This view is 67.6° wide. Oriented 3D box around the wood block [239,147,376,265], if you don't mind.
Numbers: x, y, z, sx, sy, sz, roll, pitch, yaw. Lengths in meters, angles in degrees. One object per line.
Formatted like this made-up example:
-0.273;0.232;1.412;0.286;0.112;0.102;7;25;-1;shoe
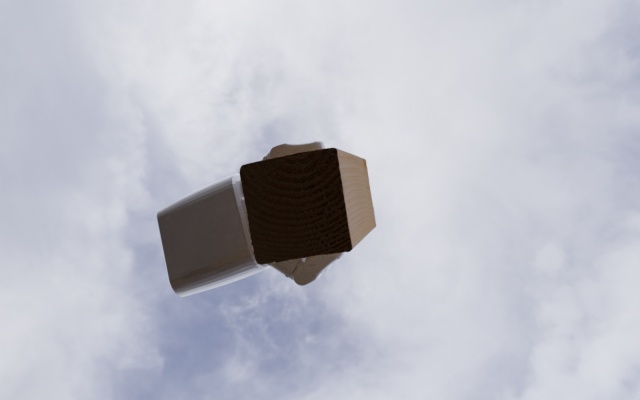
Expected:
0.000;0.001;0.505;0.090;0.091;0.206;-10;1;12;wood block
